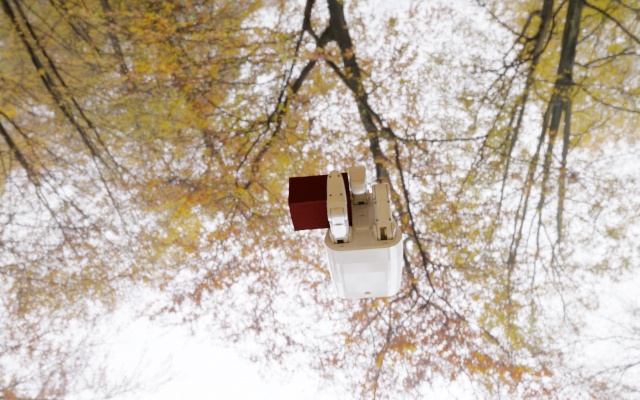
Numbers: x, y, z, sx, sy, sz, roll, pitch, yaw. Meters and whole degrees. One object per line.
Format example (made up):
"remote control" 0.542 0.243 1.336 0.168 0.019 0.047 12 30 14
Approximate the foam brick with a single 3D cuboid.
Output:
"foam brick" 0.000 0.002 0.613 0.078 0.051 0.053 -4 43 5
